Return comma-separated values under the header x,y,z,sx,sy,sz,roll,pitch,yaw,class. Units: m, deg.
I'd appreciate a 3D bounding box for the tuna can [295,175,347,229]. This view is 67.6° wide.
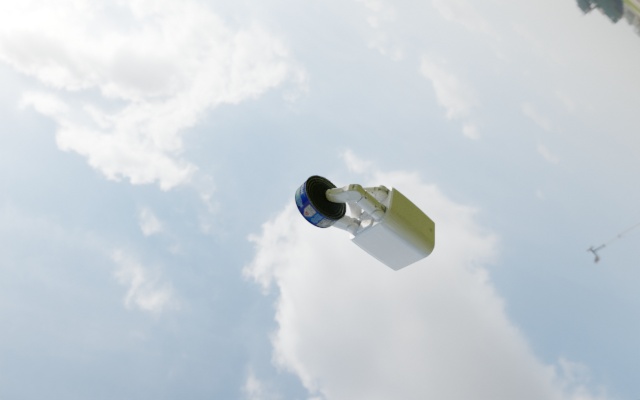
x,y,z,sx,sy,sz,roll,pitch,yaw,class
0.000,0.003,0.784,0.086,0.086,0.034,0,-32,-47,tuna can
